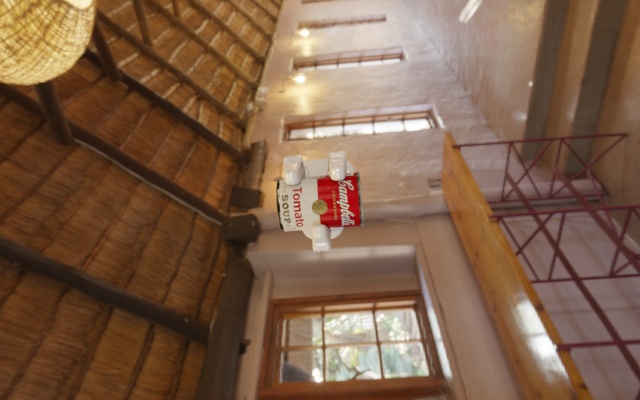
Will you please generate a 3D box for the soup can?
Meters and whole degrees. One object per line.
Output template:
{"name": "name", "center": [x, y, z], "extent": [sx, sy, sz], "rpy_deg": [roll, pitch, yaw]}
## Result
{"name": "soup can", "center": [0.000, 0.002, 0.594], "extent": [0.102, 0.068, 0.068], "rpy_deg": [-4, 0, 3]}
